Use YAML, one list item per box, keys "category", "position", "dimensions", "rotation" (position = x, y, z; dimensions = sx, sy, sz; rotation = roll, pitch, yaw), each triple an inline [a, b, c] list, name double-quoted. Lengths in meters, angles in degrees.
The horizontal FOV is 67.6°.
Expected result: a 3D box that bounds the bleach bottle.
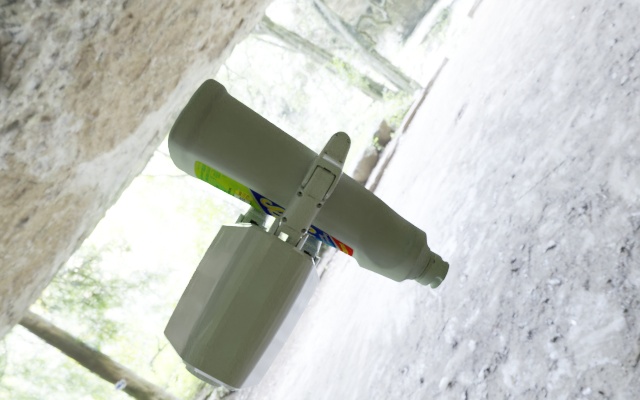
- category: "bleach bottle"
  position: [0.000, 0.001, 0.404]
  dimensions: [0.251, 0.068, 0.102]
  rotation: [30, -15, -5]
